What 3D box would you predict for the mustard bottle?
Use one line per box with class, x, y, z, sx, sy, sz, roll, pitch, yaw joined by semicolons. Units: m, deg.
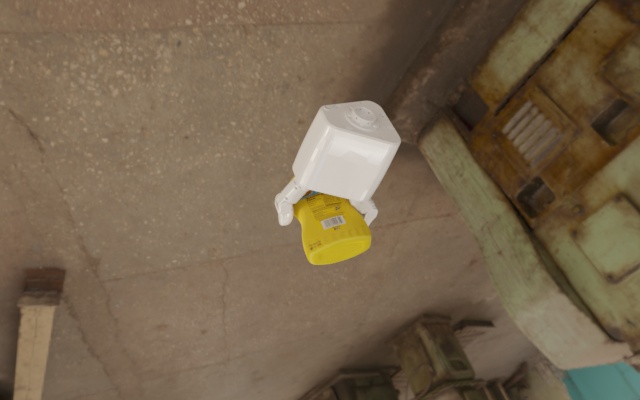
mustard bottle;0.000;0.003;0.728;0.096;0.191;0.058;-16;-38;-9
